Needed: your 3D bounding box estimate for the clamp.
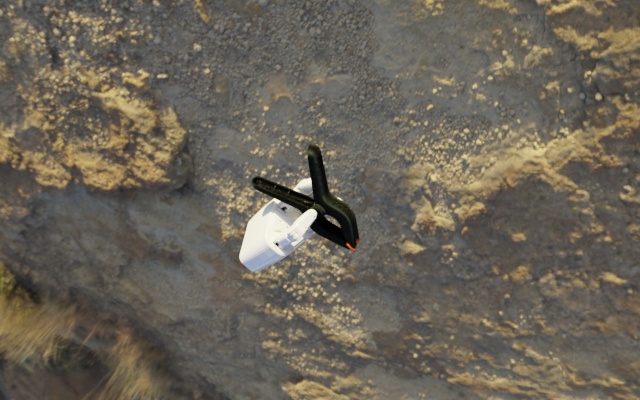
[{"bbox_3d":[0.000,0.004,0.803,0.164,0.210,0.036,-33,19,46],"label":"clamp"}]
